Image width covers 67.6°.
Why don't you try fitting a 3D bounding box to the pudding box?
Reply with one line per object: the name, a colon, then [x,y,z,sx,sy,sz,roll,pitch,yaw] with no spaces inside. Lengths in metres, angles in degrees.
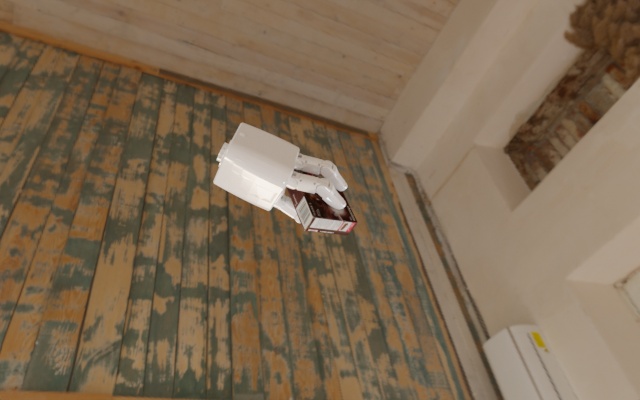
pudding box: [0.000,0.003,0.793,0.090,0.113,0.039,8,-46,-34]
